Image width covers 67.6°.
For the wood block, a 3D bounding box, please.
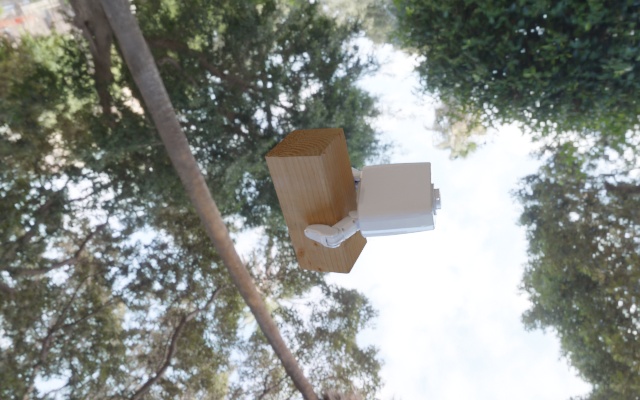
[{"bbox_3d":[0.000,0.003,0.734,0.090,0.206,0.090,2,33,28],"label":"wood block"}]
